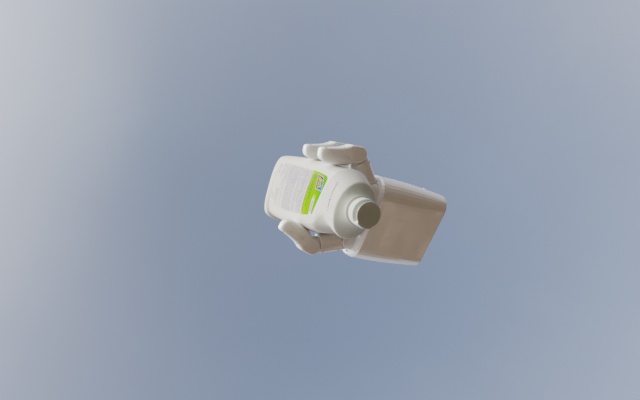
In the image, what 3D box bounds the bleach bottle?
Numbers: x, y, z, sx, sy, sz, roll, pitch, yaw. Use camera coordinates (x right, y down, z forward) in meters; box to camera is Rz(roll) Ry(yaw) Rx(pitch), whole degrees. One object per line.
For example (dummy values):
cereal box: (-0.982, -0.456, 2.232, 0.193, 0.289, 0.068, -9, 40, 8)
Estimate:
bleach bottle: (0.000, 0.002, 0.604, 0.068, 0.102, 0.250, 12, 5, -24)
